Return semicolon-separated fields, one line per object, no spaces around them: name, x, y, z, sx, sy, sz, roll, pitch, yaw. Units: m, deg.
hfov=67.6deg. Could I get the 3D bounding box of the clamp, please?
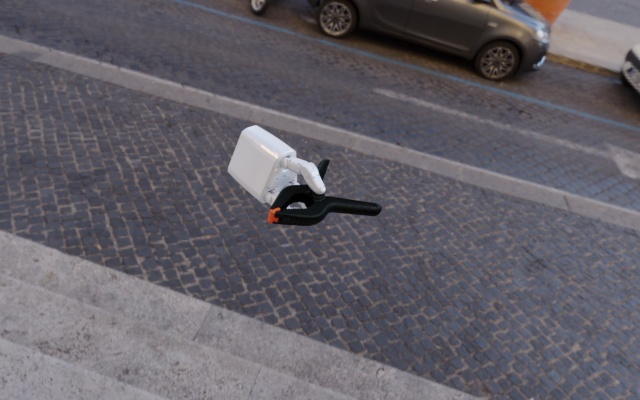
clamp;0.000;0.002;0.862;0.164;0.036;0.210;38;44;25
